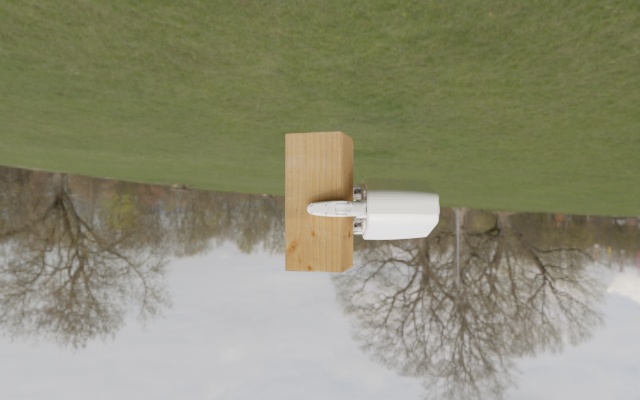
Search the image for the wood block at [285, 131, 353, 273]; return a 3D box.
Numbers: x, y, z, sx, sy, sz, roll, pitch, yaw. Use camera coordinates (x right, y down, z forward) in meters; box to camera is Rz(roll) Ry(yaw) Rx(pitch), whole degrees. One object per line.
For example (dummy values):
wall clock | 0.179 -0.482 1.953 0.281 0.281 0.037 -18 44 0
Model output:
wood block | 0.000 0.003 0.742 0.090 0.206 0.091 0 -1 15
